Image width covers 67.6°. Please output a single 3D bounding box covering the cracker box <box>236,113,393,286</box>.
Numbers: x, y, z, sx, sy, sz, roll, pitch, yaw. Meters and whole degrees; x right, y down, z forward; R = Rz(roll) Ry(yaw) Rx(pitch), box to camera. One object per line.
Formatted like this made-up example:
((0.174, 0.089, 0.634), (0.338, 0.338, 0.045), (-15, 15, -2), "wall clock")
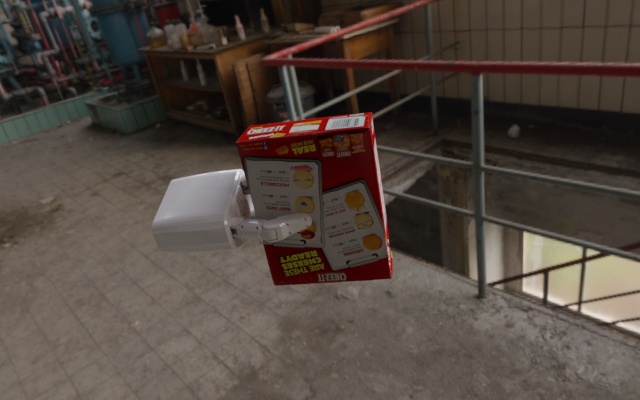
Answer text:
((0.000, 0.002, 0.620), (0.164, 0.214, 0.072), (-5, 27, 13), "cracker box")
